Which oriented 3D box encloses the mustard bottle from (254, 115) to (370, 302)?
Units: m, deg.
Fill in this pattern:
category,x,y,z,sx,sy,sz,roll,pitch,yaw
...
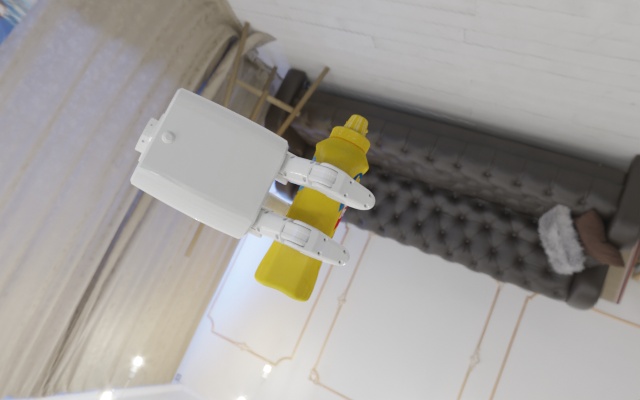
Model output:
category,x,y,z,sx,sy,sz,roll,pitch,yaw
mustard bottle,0.000,0.002,0.473,0.058,0.191,0.096,24,-9,4
